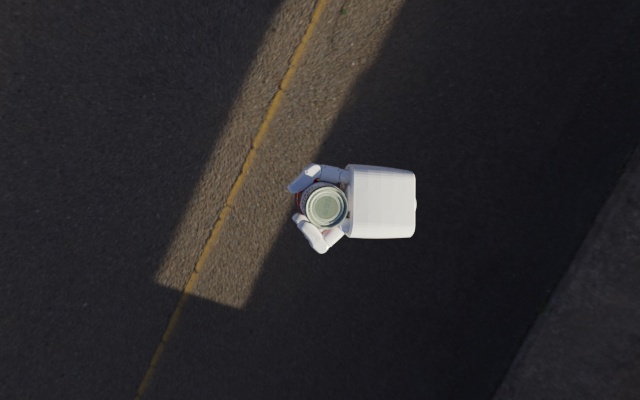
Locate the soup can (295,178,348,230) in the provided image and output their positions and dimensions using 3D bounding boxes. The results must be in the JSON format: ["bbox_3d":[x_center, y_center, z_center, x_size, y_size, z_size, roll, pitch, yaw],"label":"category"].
[{"bbox_3d":[0.000,0.002,0.754,0.068,0.068,0.102,0,10,-11],"label":"soup can"}]
